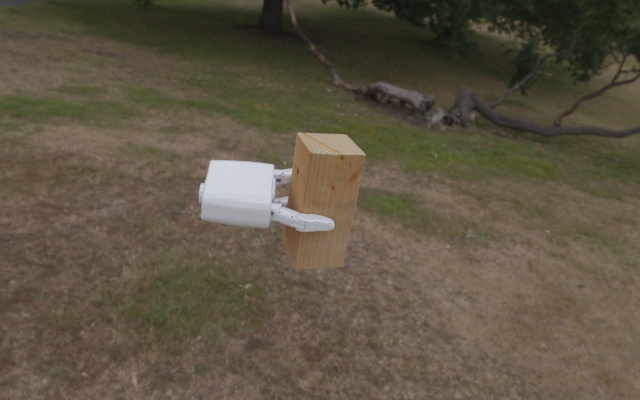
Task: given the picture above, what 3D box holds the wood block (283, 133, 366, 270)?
[{"bbox_3d":[0.000,0.003,0.787,0.090,0.206,0.090,0,28,-19],"label":"wood block"}]
